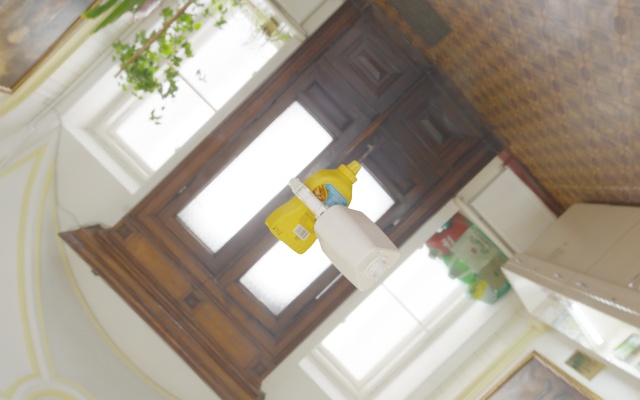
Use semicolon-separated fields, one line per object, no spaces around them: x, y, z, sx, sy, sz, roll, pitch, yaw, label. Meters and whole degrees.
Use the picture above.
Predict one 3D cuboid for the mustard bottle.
0.000;0.003;0.846;0.096;0.191;0.058;45;1;-34;mustard bottle
